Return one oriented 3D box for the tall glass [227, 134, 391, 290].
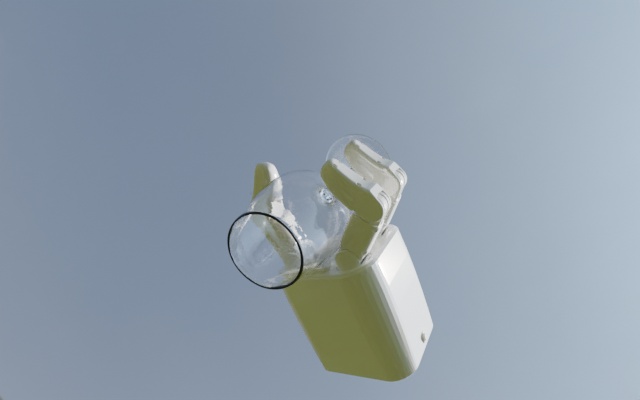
[{"bbox_3d":[0.000,0.001,0.421,0.079,0.079,0.201,0,21,26],"label":"tall glass"}]
